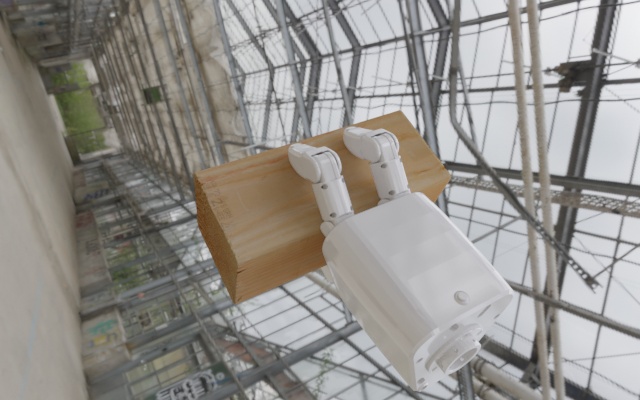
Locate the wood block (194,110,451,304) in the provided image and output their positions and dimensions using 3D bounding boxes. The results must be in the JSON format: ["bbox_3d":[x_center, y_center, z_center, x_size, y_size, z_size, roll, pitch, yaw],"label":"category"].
[{"bbox_3d":[0.000,0.002,0.438,0.206,0.090,0.091,-20,-27,-23],"label":"wood block"}]
